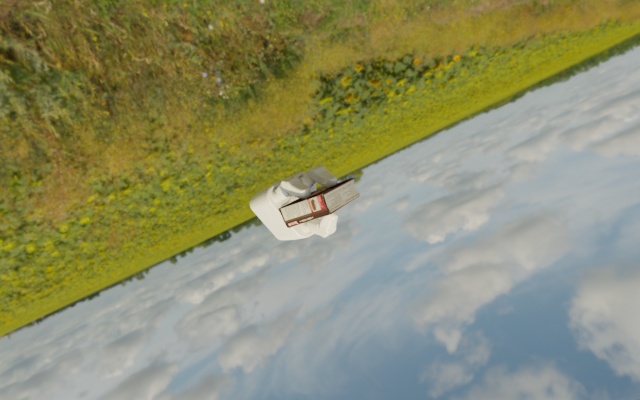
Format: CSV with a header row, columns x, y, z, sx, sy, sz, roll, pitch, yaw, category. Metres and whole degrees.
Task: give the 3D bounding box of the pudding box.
x,y,z,sx,sy,sz,roll,pitch,yaw,category
0.000,0.003,0.780,0.090,0.039,0.113,-20,7,32,pudding box
